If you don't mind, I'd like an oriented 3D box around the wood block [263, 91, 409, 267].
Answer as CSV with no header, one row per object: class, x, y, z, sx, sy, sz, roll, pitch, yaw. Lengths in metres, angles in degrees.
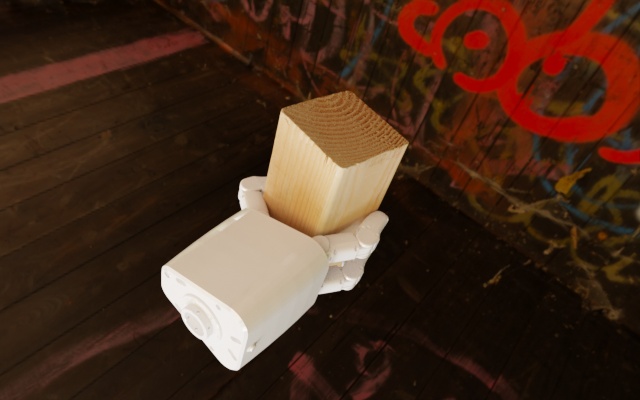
wood block,0.000,0.002,0.505,0.090,0.206,0.090,-23,58,-35
